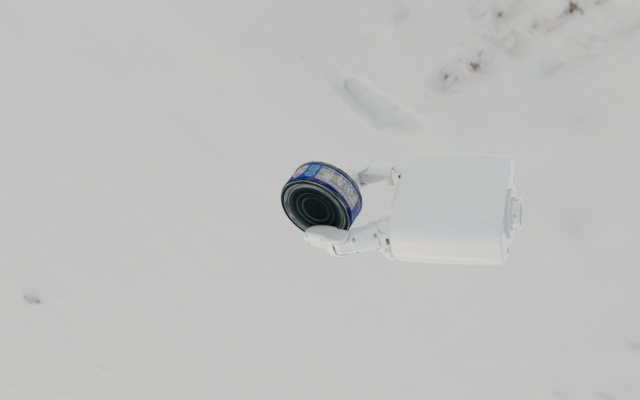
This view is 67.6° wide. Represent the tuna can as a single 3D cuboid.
[{"bbox_3d":[0.000,0.002,0.520,0.086,0.086,0.033,0,38,33],"label":"tuna can"}]
